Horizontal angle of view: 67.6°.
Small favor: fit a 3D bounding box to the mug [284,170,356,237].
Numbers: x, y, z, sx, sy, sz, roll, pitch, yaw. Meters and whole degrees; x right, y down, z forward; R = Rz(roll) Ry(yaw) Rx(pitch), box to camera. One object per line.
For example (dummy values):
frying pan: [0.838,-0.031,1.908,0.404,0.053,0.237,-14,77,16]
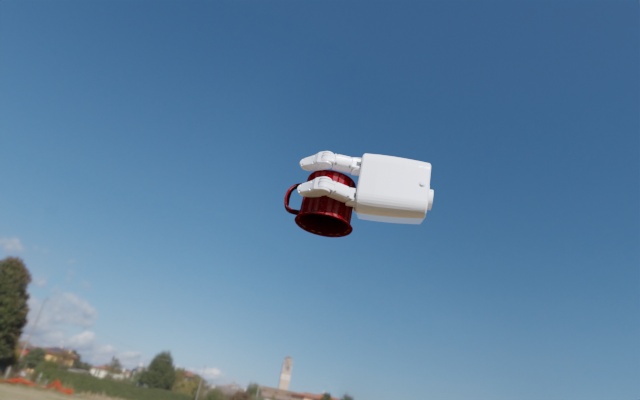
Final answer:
mug: [-0.001,0.002,0.769,0.117,0.081,0.093,8,-25,8]
